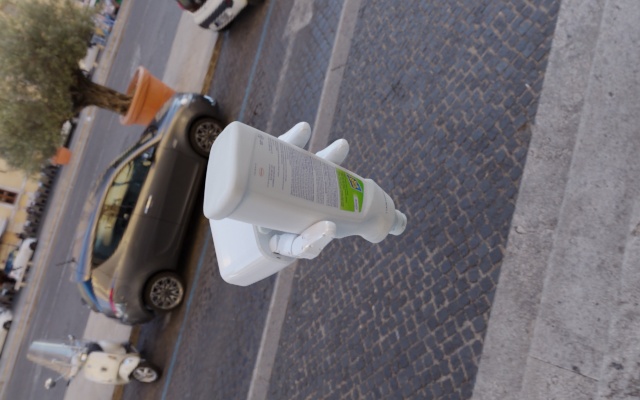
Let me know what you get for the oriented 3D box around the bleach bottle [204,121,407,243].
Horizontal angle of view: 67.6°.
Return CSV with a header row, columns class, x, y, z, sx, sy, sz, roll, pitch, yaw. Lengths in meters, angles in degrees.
class,x,y,z,sx,sy,sz,roll,pitch,yaw
bleach bottle,0.000,0.002,0.536,0.251,0.102,0.068,20,-36,-32
